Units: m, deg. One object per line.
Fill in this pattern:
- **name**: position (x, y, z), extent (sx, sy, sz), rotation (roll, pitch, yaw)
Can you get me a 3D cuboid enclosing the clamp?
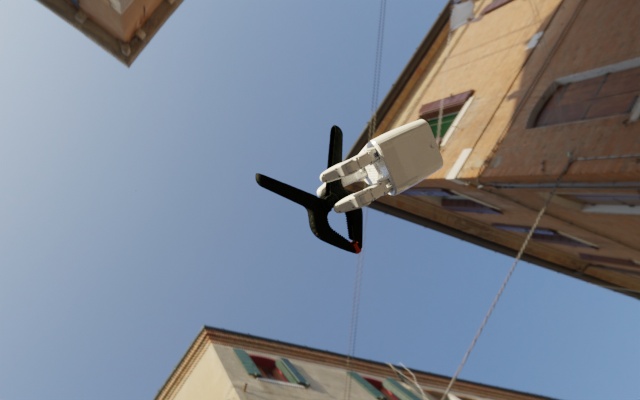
- **clamp**: position (0.000, 0.003, 0.785), extent (0.164, 0.210, 0.036), rotation (-27, 10, -15)
